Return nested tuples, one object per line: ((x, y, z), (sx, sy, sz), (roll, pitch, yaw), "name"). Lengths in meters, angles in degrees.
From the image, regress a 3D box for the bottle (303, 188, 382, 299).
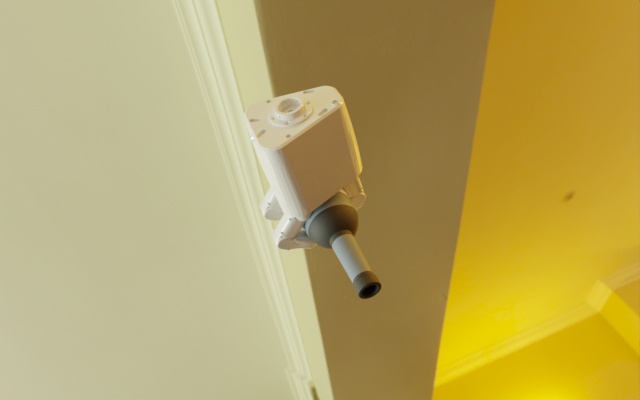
((0.000, 0.002, 0.605), (0.069, 0.069, 0.295), (0, 40, -28), "bottle")
